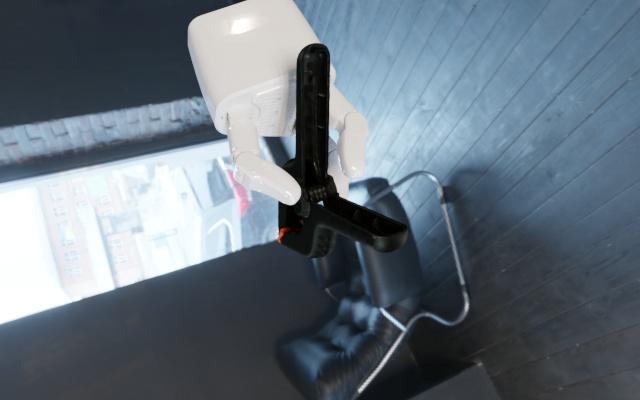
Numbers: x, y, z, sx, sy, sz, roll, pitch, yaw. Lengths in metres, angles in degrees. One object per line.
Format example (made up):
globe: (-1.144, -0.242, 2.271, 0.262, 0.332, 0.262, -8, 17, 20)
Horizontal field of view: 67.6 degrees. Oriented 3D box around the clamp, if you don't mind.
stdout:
clamp: (-0.001, 0.002, 0.404, 0.036, 0.164, 0.210, -13, -26, -22)
